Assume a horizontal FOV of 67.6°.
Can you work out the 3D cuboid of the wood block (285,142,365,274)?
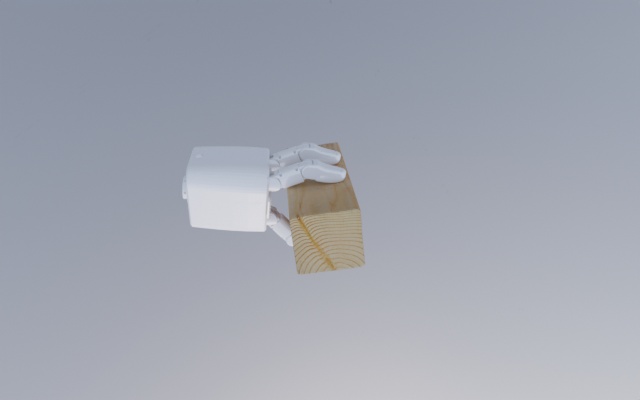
[{"bbox_3d":[0.000,0.003,0.682,0.090,0.091,0.206,-7,31,-2],"label":"wood block"}]
